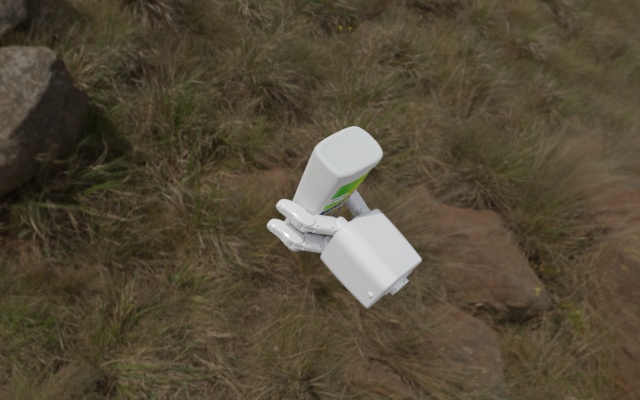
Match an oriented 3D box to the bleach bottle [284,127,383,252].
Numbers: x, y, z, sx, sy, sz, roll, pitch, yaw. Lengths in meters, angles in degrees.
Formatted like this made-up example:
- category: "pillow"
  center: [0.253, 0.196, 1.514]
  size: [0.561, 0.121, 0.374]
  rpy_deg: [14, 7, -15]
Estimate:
- category: "bleach bottle"
  center: [0.000, 0.002, 0.730]
  size: [0.102, 0.068, 0.251]
  rpy_deg: [-30, -19, -35]
